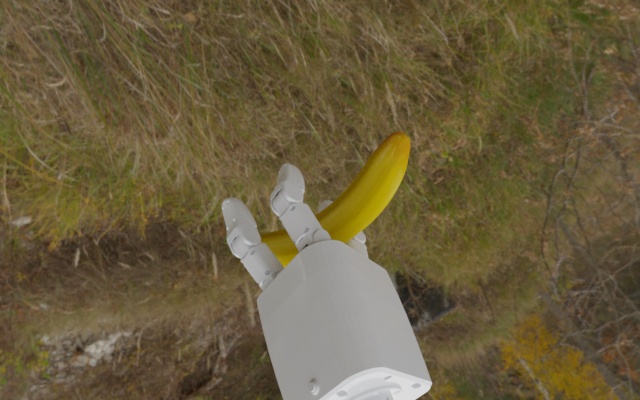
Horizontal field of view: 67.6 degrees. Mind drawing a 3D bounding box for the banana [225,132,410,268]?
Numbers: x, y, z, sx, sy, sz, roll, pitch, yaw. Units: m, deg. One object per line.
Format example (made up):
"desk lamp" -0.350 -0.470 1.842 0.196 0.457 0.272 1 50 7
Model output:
"banana" 0.008 0.014 0.437 0.198 0.037 0.070 -31 -50 17
